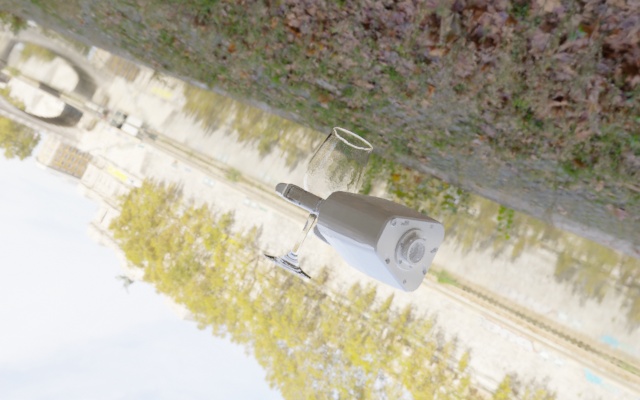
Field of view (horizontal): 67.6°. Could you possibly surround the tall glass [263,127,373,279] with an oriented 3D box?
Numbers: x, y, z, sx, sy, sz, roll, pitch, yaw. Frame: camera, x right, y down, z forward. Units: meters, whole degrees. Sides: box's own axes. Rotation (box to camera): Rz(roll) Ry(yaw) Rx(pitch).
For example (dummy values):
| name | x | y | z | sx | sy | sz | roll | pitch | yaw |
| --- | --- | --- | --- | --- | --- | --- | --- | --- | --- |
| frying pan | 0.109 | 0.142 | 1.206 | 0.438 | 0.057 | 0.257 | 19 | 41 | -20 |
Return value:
| name | x | y | z | sx | sy | sz | roll | pitch | yaw |
| --- | --- | --- | --- | --- | --- | --- | --- | --- | --- |
| tall glass | 0.000 | 0.003 | 0.657 | 0.079 | 0.201 | 0.079 | 27 | -4 | 2 |
